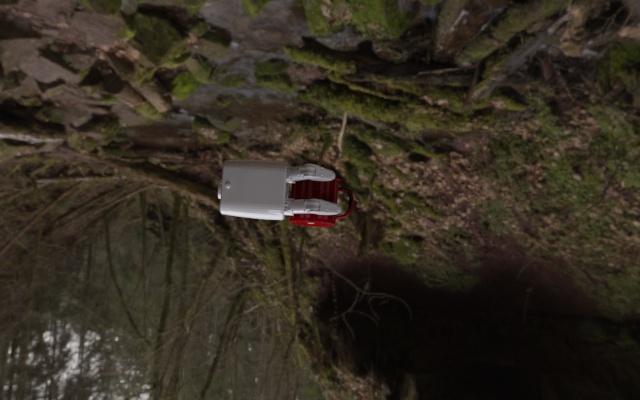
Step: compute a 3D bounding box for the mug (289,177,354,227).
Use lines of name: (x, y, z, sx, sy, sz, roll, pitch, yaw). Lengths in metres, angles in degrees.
mug: (0.002, 0.003, 0.838, 0.117, 0.081, 0.093, 4, -9, -3)
